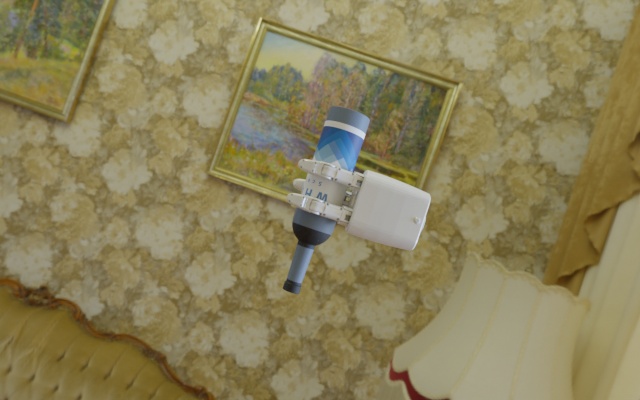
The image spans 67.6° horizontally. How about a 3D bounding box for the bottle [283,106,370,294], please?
[{"bbox_3d":[0.000,0.002,0.751,0.069,0.295,0.069,19,-2,1],"label":"bottle"}]
